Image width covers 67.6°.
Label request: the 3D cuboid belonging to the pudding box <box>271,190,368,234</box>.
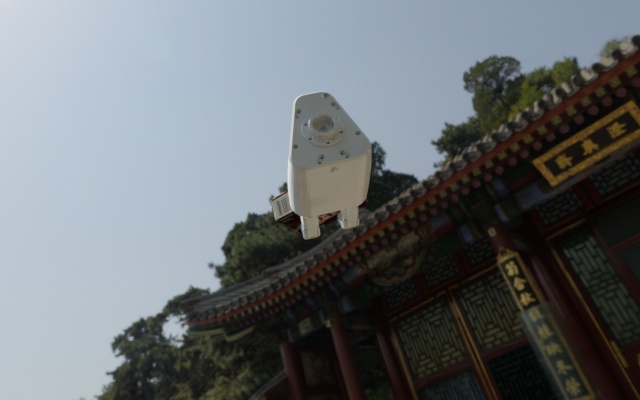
[{"bbox_3d":[0.000,0.002,0.677,0.113,0.039,0.090,-26,-28,18],"label":"pudding box"}]
